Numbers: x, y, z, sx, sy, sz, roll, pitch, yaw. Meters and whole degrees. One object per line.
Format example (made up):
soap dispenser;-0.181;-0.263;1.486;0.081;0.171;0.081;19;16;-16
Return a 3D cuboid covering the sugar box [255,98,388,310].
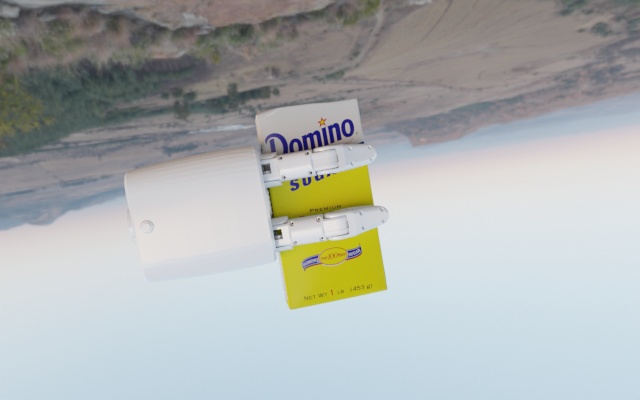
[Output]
sugar box;0.000;0.002;0.435;0.093;0.176;0.048;-10;4;-10
